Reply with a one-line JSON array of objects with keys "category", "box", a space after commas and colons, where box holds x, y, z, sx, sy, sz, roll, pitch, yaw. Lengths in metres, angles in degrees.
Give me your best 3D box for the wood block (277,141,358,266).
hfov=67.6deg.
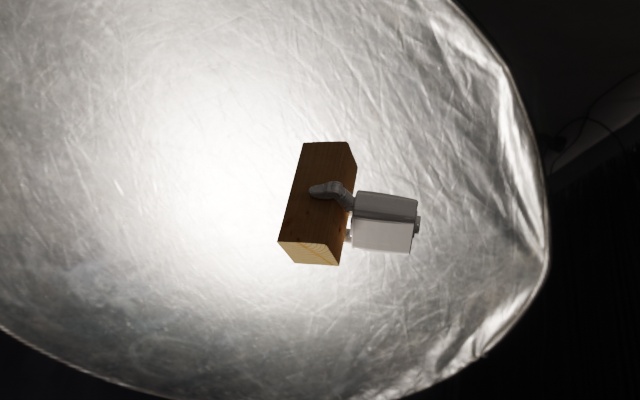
[{"category": "wood block", "box": [0.000, 0.003, 0.857, 0.090, 0.206, 0.091, 1, -30, 20]}]
